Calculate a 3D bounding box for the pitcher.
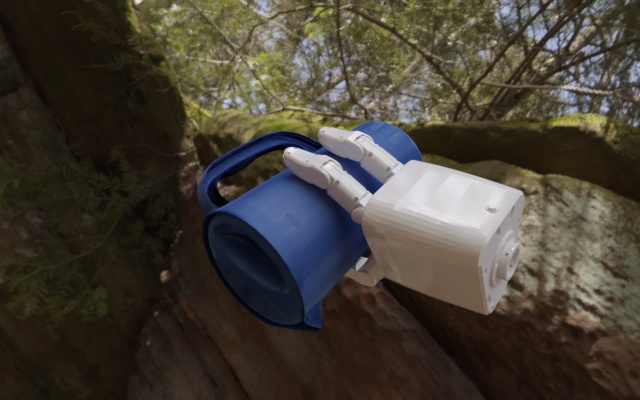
[{"bbox_3d":[0.000,0.002,0.507,0.145,0.149,0.242,19,43,35],"label":"pitcher"}]
